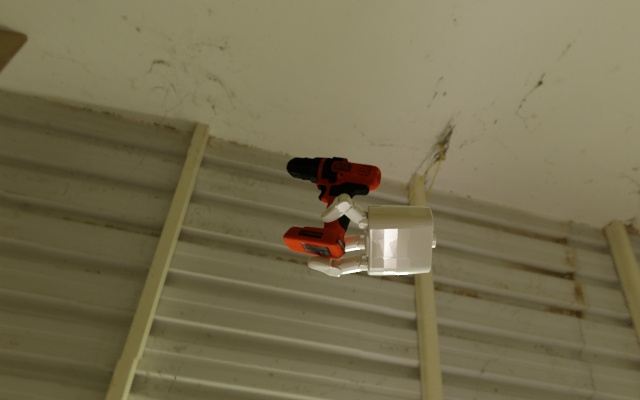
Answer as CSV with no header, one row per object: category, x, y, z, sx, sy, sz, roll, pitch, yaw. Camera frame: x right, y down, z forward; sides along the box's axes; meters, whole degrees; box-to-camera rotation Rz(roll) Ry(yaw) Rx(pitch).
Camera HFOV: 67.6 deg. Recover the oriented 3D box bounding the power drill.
power drill,0.000,0.003,0.853,0.184,0.187,0.057,8,-29,23
